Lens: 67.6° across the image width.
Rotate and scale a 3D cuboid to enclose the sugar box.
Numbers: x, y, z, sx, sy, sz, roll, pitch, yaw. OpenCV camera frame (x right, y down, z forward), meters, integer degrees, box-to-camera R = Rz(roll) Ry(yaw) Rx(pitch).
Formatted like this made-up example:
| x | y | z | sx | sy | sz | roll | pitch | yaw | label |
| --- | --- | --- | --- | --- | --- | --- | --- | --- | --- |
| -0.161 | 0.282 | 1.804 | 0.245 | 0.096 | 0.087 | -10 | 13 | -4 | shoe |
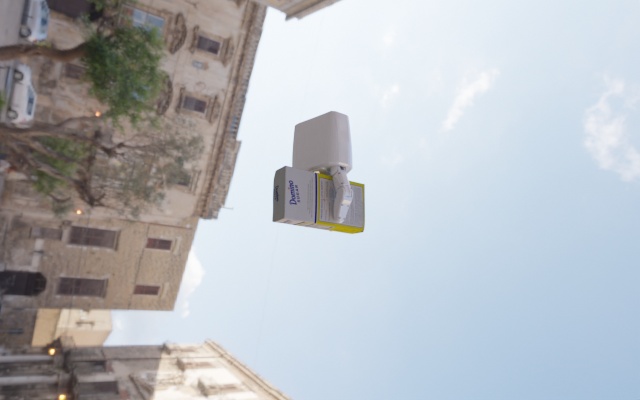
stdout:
| x | y | z | sx | sy | sz | roll | pitch | yaw | label |
| --- | --- | --- | --- | --- | --- | --- | --- | --- | --- |
| 0.000 | 0.003 | 0.841 | 0.176 | 0.093 | 0.048 | 11 | -18 | -33 | sugar box |
